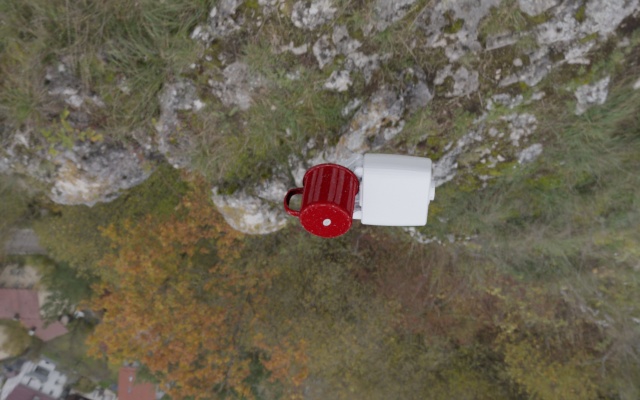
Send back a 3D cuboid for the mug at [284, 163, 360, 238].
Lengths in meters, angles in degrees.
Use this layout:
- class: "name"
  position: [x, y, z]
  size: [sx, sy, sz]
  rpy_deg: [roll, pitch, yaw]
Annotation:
- class: "mug"
  position: [-0.001, 0.002, 0.742]
  size: [0.117, 0.081, 0.093]
  rpy_deg: [2, -43, 8]
